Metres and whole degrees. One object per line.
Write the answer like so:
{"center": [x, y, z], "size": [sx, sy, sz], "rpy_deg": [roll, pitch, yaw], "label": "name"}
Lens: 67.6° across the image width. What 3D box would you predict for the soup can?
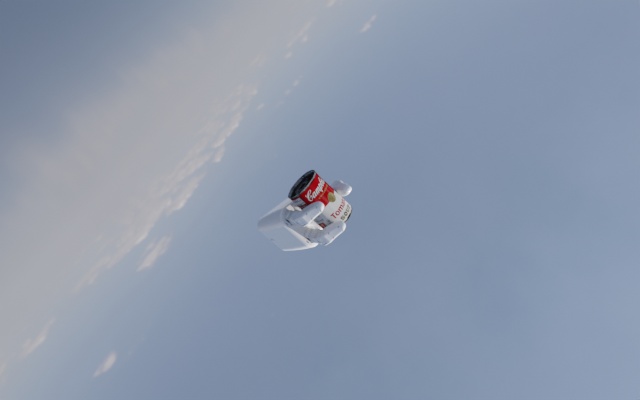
{"center": [0.001, 0.003, 0.870], "size": [0.102, 0.068, 0.068], "rpy_deg": [43, -17, -19], "label": "soup can"}
